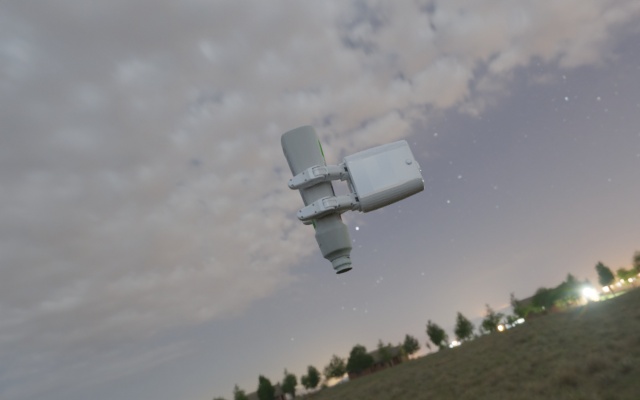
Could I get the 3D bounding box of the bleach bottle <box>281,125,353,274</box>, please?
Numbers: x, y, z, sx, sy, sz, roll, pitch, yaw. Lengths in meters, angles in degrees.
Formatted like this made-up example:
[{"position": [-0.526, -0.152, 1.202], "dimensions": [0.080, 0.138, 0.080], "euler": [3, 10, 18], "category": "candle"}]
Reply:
[{"position": [0.000, 0.003, 0.802], "dimensions": [0.068, 0.250, 0.103], "euler": [-19, -20, -1], "category": "bleach bottle"}]
